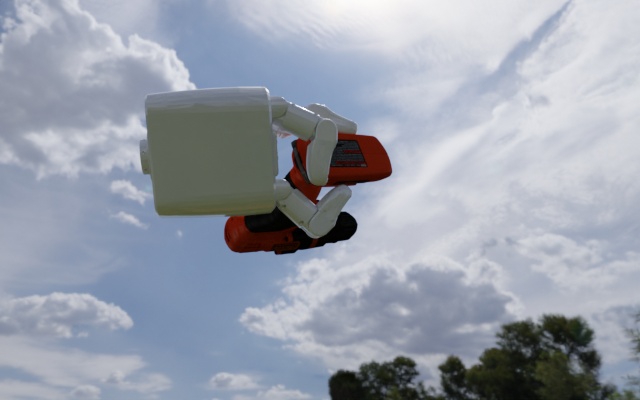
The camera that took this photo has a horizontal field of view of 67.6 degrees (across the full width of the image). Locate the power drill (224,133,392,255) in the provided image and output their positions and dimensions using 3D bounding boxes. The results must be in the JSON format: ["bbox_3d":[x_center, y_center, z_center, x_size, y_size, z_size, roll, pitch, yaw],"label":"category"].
[{"bbox_3d":[0.000,0.002,0.550,0.184,0.057,0.188,-4,-31,-34],"label":"power drill"}]
